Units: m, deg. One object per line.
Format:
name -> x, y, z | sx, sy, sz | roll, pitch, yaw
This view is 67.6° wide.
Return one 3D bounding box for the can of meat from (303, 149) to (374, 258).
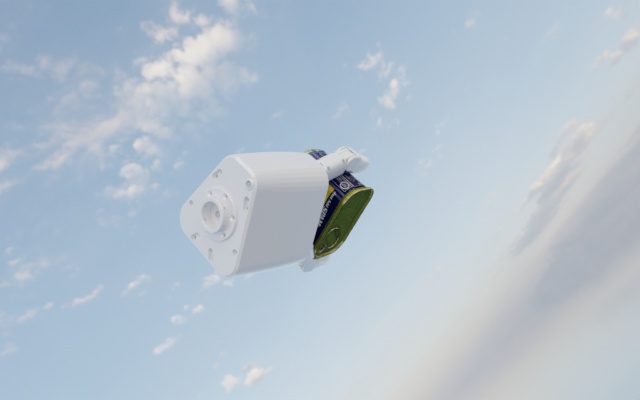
can of meat -> 0.000, 0.002, 0.565 | 0.084, 0.102, 0.057 | 43, 30, 25
